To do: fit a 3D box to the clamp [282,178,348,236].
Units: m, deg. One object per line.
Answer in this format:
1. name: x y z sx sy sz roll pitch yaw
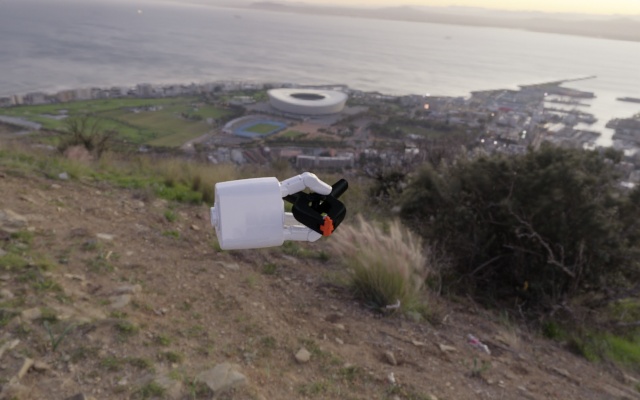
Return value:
1. clamp: 0.000 0.002 0.860 0.164 0.036 0.210 -5 25 -18
